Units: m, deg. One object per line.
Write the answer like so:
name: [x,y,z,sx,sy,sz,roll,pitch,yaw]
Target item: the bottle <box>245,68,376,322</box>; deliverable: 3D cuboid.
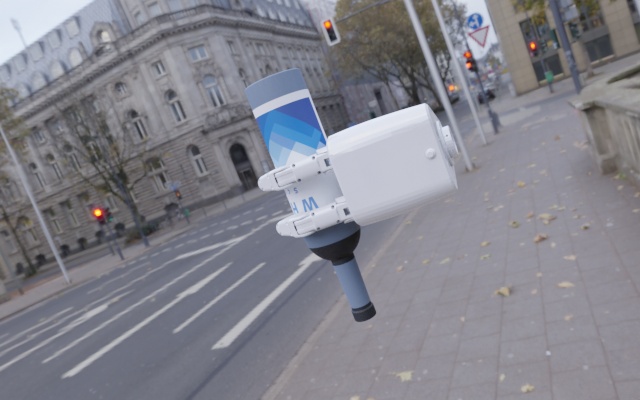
bottle: [0.000,0.002,0.548,0.069,0.296,0.069,-21,7,3]
